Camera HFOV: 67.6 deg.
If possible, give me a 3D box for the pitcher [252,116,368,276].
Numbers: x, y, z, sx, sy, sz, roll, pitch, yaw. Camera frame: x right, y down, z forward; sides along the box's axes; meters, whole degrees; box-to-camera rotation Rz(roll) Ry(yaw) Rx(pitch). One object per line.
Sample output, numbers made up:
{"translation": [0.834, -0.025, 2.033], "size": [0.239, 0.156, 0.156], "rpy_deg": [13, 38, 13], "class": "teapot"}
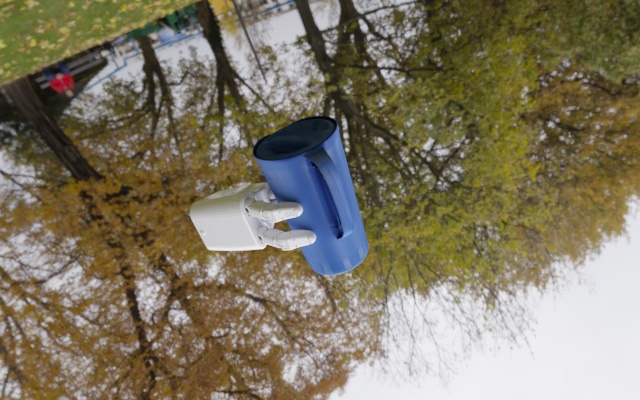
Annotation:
{"translation": [0.000, 0.002, 0.753], "size": [0.145, 0.243, 0.149], "rpy_deg": [-7, 32, 24], "class": "pitcher"}
